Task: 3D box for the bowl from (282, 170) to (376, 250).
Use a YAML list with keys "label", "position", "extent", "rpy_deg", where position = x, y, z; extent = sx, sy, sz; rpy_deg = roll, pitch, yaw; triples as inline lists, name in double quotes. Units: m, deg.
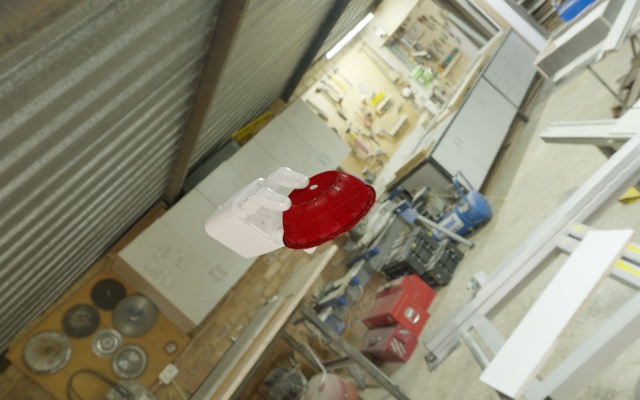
- label: "bowl"
  position: [0.001, 0.002, 0.718]
  extent: [0.162, 0.055, 0.162]
  rpy_deg: [-26, 22, 11]
